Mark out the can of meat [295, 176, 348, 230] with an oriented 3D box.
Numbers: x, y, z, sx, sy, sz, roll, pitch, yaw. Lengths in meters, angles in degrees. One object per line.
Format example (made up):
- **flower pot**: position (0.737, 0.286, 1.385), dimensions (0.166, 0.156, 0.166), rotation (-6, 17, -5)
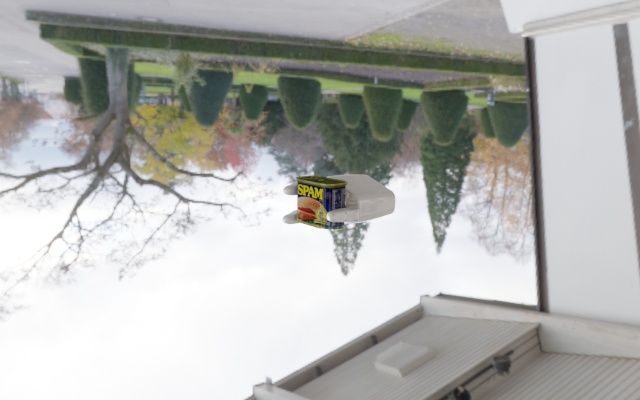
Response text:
- **can of meat**: position (0.000, 0.003, 0.870), dimensions (0.057, 0.084, 0.102), rotation (-9, 15, -41)
